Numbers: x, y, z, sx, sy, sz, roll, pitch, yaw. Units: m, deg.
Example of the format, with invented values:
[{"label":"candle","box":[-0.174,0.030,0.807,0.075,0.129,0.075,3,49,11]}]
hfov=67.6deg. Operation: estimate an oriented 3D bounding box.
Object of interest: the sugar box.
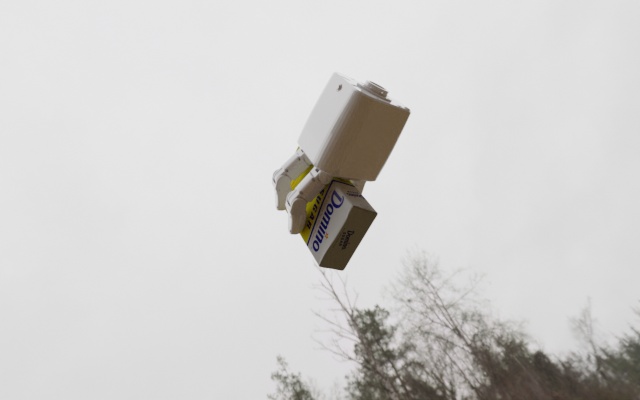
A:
[{"label":"sugar box","box":[0.000,0.002,0.639,0.048,0.093,0.176,16,23,-32]}]
